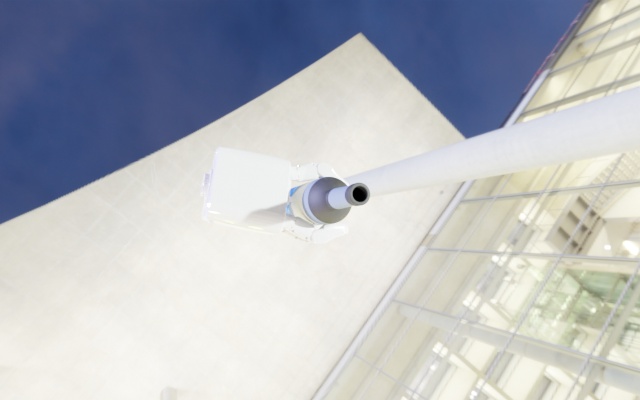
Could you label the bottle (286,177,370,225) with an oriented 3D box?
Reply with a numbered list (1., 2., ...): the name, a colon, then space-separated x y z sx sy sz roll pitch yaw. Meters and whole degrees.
1. bottle: 0.000 0.002 0.696 0.069 0.069 0.296 0 -4 -18
